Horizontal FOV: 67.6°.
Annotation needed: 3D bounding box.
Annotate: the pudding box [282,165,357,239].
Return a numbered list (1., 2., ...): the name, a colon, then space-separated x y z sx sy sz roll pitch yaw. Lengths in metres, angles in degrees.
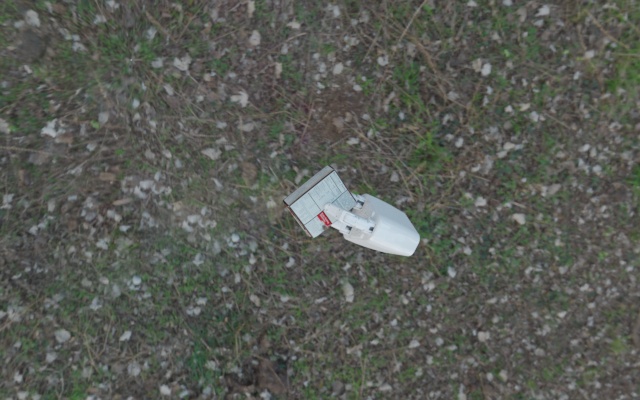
1. pudding box: 0.000 0.003 0.891 0.113 0.090 0.039 -39 27 -8
